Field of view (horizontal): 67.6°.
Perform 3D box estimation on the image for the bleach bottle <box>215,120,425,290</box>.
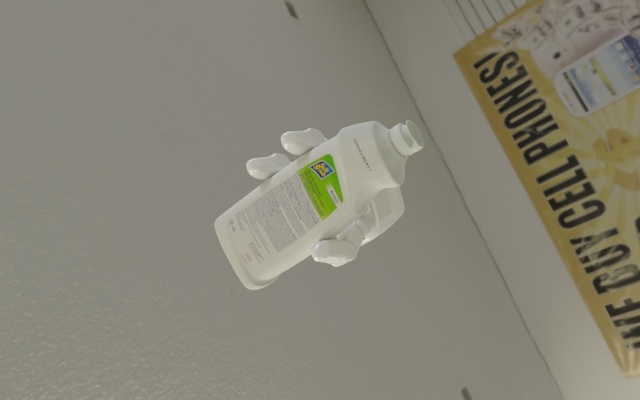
[{"bbox_3d":[0.000,0.002,0.503,0.251,0.102,0.068,-31,-4,31],"label":"bleach bottle"}]
